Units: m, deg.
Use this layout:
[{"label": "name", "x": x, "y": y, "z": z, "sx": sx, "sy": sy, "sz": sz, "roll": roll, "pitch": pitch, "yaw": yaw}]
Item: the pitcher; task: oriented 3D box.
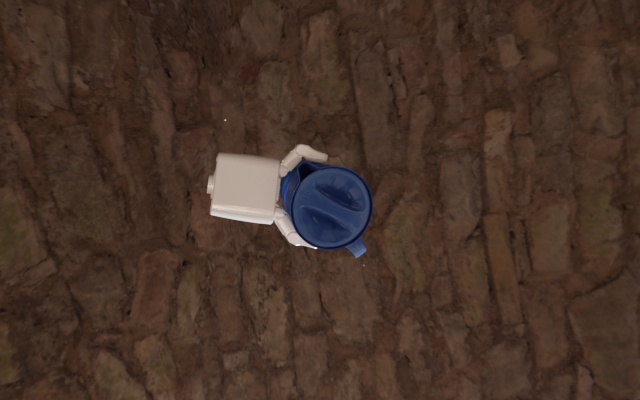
[{"label": "pitcher", "x": 0.000, "y": 0.003, "z": 0.852, "sx": 0.145, "sy": 0.149, "sz": 0.243, "roll": 8, "pitch": 8, "yaw": -13}]
